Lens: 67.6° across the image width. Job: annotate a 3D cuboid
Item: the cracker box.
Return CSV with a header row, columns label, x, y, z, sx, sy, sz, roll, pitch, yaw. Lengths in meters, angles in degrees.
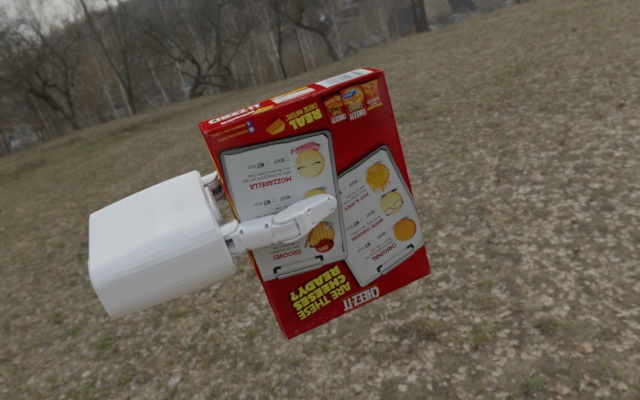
label,x,y,z,sx,sy,sz,roll,pitch,yaw
cracker box,0.000,0.001,0.459,0.164,0.214,0.072,-22,22,-11
